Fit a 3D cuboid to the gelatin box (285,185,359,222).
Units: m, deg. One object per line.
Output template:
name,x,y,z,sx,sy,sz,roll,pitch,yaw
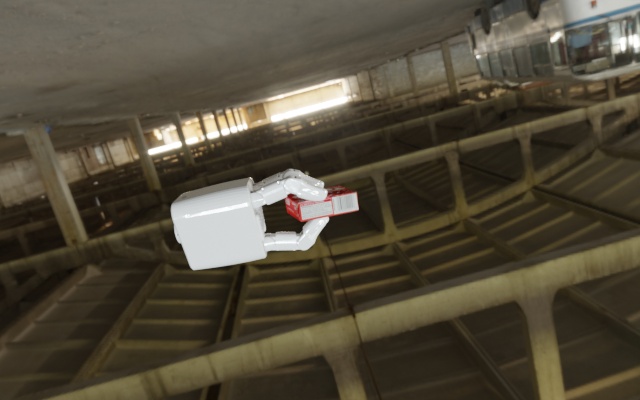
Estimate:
gelatin box,0.000,0.003,0.685,0.089,0.030,0.073,-11,12,-15
